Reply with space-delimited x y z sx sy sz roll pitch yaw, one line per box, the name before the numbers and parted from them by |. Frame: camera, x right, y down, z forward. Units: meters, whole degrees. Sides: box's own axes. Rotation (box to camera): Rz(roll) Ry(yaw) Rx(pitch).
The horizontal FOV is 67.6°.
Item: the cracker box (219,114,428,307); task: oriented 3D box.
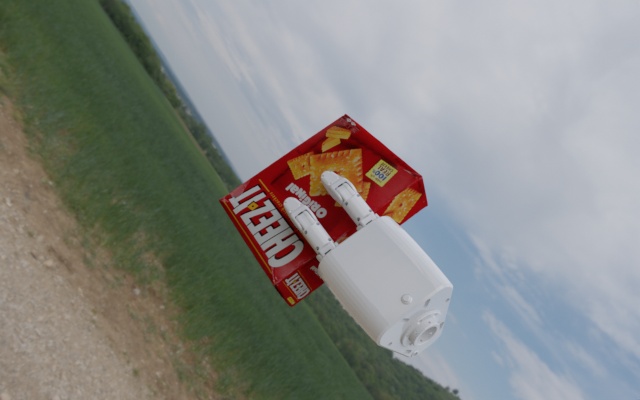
cracker box | 0.000 0.002 0.609 0.213 0.164 0.072 -35 -39 -8
